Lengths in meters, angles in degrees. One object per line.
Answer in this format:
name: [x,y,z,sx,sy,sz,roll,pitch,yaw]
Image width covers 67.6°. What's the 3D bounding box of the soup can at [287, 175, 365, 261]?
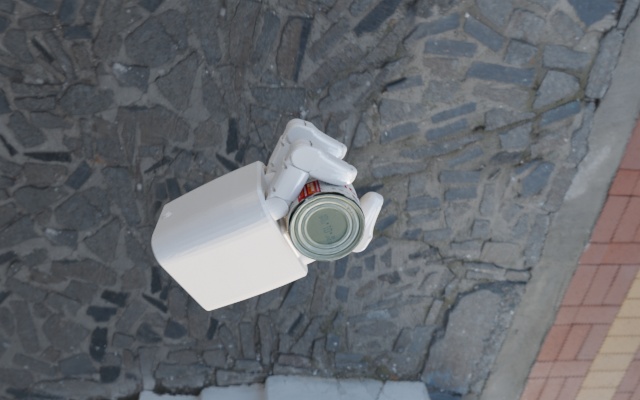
soup can: [0.001,0.001,0.444,0.068,0.068,0.102,0,26,-7]
